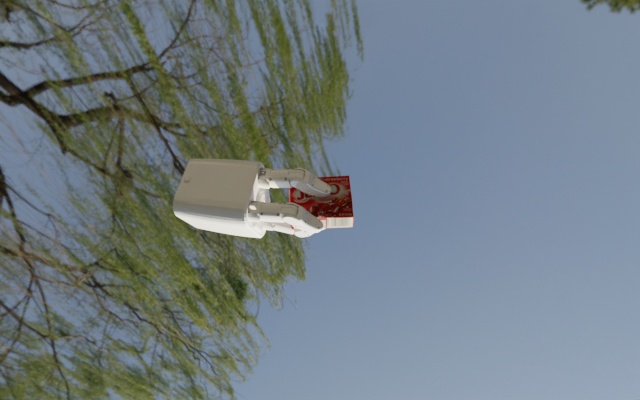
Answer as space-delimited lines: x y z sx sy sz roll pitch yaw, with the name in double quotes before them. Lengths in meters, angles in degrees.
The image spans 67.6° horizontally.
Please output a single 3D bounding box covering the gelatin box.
"gelatin box" 0.000 0.002 0.678 0.089 0.073 0.030 -2 -36 -2
